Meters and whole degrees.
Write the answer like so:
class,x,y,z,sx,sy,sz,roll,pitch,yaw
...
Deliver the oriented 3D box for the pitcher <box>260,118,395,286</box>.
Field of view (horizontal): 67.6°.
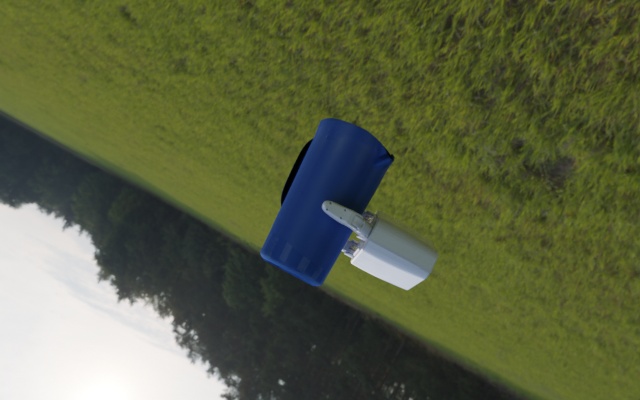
class,x,y,z,sx,sy,sz,roll,pitch,yaw
pitcher,0.000,0.003,0.755,0.145,0.243,0.149,28,-9,1
